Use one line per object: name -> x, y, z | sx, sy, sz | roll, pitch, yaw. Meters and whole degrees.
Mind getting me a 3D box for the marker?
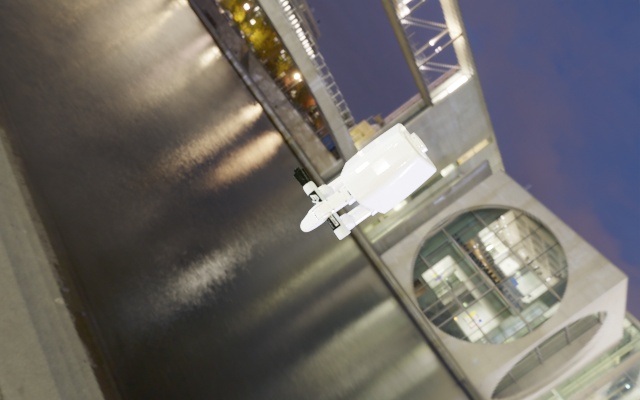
marker -> 0.000, 0.002, 0.688 | 0.020, 0.121, 0.020 | -35, -8, -6
